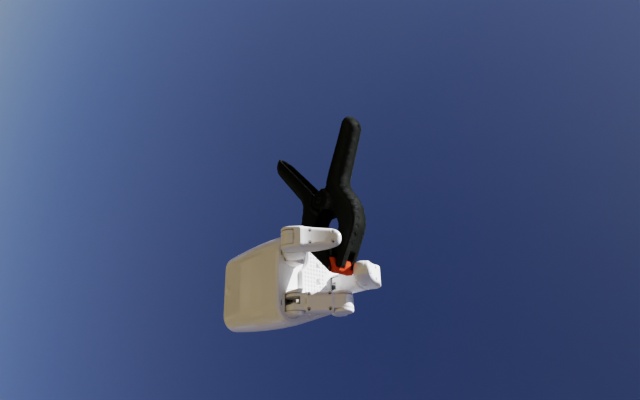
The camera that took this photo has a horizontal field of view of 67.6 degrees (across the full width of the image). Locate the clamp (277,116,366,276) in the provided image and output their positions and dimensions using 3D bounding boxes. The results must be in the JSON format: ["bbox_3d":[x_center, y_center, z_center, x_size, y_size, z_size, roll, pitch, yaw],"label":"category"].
[{"bbox_3d":[0.001,0.002,0.529,0.039,0.171,0.120,18,-29,-41],"label":"clamp"}]
